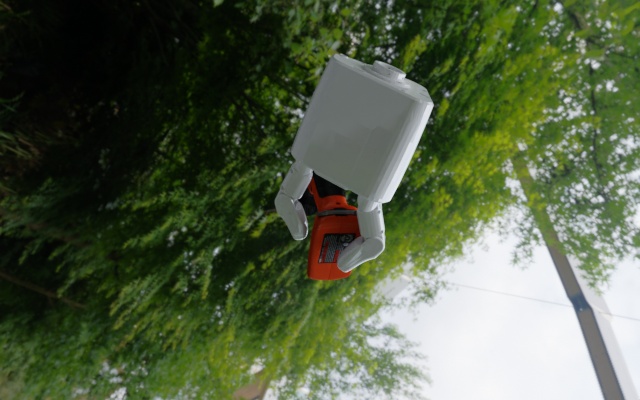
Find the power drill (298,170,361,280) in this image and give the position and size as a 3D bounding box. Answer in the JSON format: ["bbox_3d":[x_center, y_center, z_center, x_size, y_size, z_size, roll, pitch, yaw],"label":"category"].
[{"bbox_3d":[0.000,0.002,0.593,0.057,0.187,0.185,-3,-43,-11],"label":"power drill"}]
